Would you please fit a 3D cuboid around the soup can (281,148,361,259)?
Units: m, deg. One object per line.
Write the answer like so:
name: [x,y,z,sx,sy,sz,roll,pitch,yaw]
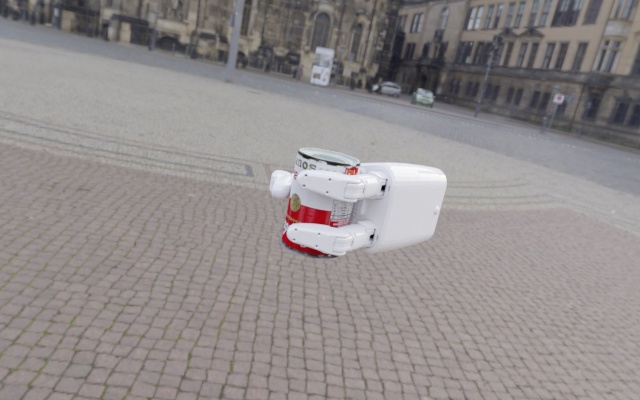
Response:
soup can: [0.000,0.001,0.504,0.068,0.102,0.068,11,15,-3]
